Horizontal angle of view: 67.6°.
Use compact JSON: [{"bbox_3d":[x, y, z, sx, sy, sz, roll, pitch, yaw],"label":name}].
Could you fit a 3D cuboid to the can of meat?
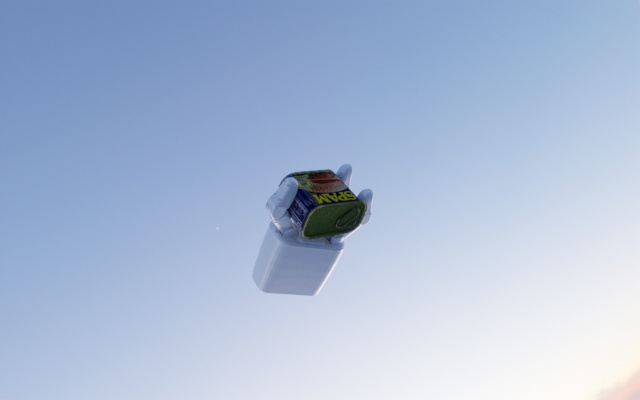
[{"bbox_3d":[0.000,0.002,0.671,0.102,0.057,0.084,-6,42,-37],"label":"can of meat"}]
